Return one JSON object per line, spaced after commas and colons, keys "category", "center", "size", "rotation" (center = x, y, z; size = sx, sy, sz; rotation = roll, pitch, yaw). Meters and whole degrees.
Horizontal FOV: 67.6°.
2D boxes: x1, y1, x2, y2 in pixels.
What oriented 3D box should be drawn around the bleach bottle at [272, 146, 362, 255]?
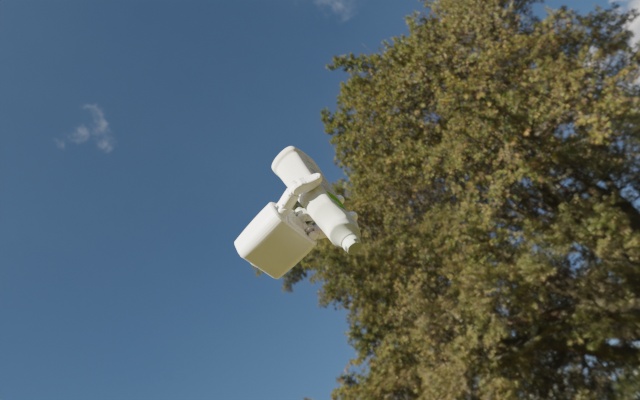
{"category": "bleach bottle", "center": [0.000, 0.003, 0.876], "size": [0.103, 0.068, 0.250], "rotation": [32, 16, -44]}
